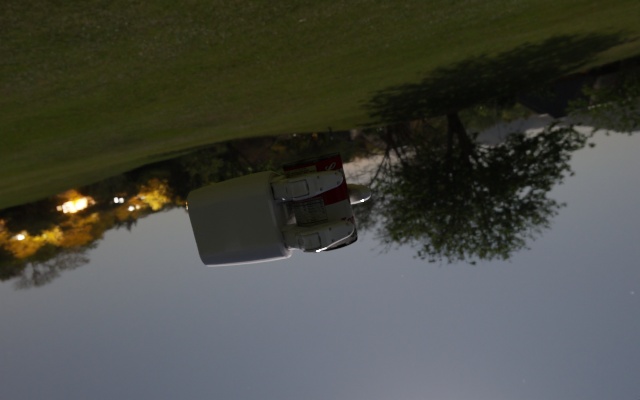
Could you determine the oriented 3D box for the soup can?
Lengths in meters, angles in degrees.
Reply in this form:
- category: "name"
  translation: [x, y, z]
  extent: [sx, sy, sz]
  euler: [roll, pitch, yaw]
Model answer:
- category: "soup can"
  translation: [0.001, 0.002, 0.543]
  extent: [0.068, 0.102, 0.068]
  euler: [-12, 6, 1]
